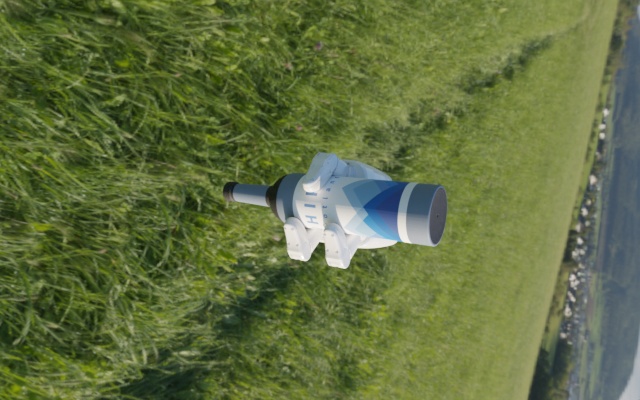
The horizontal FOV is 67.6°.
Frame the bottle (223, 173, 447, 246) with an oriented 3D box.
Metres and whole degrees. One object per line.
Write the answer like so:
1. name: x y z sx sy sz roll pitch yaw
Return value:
1. bottle: 0.000 0.002 0.585 0.295 0.069 0.069 7 3 30
